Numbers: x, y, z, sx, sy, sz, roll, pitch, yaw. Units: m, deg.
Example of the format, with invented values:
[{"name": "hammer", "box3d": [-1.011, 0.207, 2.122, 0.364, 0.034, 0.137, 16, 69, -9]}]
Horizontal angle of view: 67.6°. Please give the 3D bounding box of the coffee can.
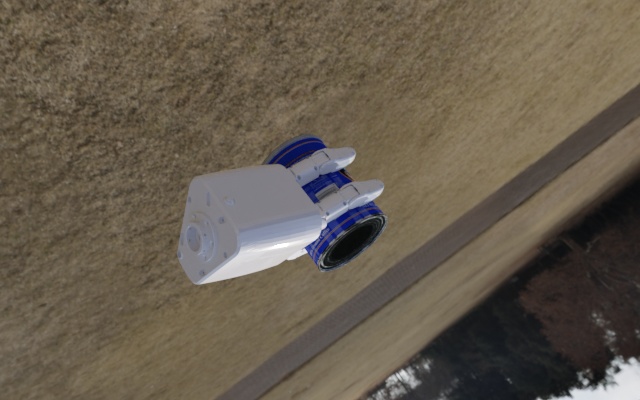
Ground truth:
[{"name": "coffee can", "box3d": [0.000, 0.002, 0.592, 0.103, 0.140, 0.103, -31, -25, -16]}]
